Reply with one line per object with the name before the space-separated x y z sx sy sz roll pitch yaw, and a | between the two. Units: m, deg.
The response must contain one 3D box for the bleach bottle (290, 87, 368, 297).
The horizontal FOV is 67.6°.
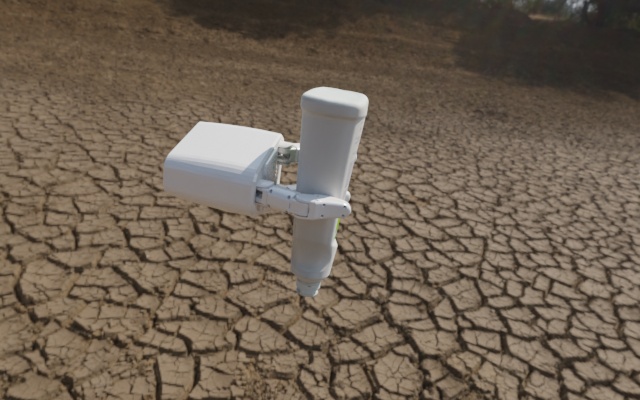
bleach bottle | 0.000 0.002 0.555 0.068 0.251 0.102 12 21 8
